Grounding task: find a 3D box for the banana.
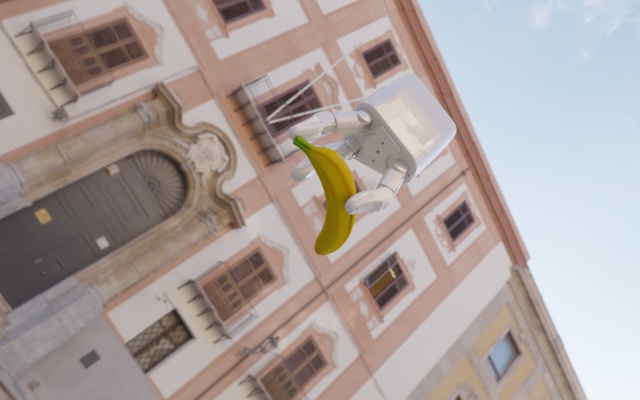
[{"bbox_3d":[0.014,0.006,0.595,0.069,0.198,0.037,24,50,32],"label":"banana"}]
